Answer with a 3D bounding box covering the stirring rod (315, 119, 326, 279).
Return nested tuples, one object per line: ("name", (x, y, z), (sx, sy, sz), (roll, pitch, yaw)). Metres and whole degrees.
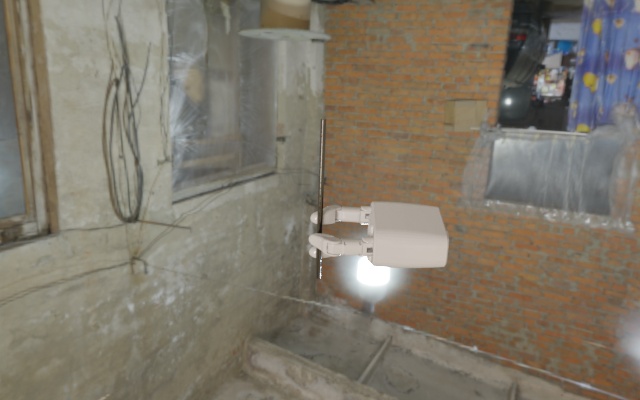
("stirring rod", (0.000, 0.002, 0.702), (0.011, 0.239, 0.011), (2, 14, 0))
